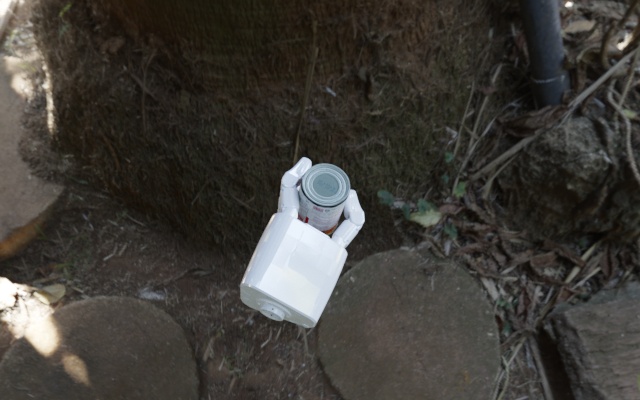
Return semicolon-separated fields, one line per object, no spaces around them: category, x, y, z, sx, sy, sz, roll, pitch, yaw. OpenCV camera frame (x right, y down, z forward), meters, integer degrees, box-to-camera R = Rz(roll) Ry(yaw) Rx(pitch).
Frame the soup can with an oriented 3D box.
soup can;0.000;0.002;0.671;0.068;0.068;0.102;0;-28;-9
